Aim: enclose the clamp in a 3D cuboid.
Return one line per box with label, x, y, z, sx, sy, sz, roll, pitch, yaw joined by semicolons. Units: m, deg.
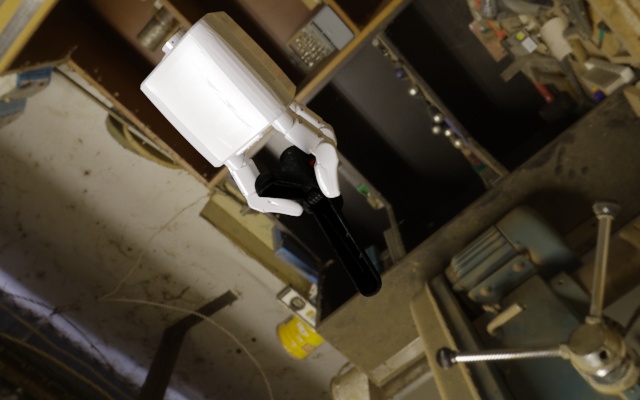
clamp;-0.001;0.002;0.510;0.036;0.164;0.210;-37;18;13
